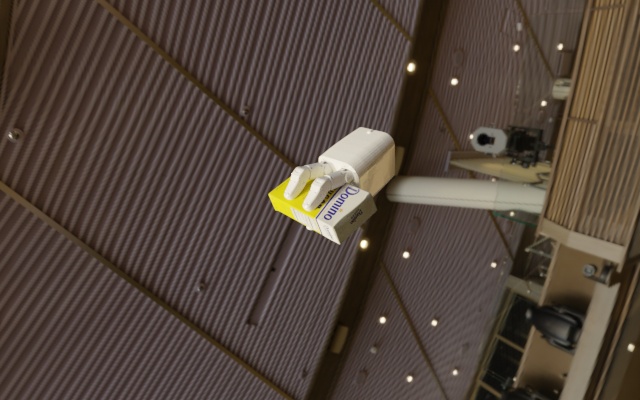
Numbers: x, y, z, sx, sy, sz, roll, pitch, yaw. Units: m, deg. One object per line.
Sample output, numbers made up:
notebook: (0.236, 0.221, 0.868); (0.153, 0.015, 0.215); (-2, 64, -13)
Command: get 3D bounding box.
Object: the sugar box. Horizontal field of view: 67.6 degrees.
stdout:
sugar box: (0.000, 0.002, 0.814); (0.093, 0.048, 0.176); (-41, 38, -23)
